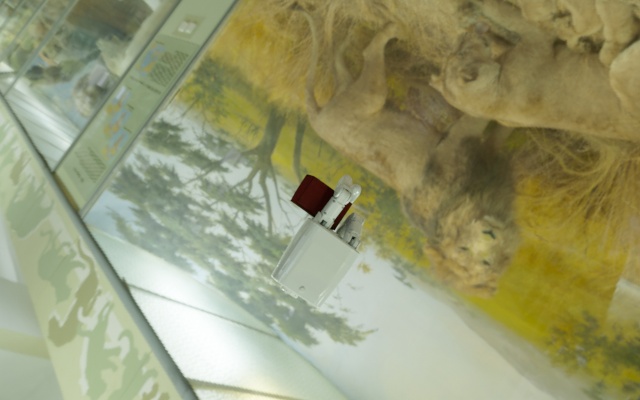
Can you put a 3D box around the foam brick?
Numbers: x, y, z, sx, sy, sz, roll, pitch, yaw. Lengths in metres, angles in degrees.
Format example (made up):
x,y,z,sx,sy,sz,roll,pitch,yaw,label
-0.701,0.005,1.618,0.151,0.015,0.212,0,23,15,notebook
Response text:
x,y,z,sx,sy,sz,roll,pitch,yaw,label
0.000,0.002,0.748,0.078,0.051,0.053,36,-3,-14,foam brick
